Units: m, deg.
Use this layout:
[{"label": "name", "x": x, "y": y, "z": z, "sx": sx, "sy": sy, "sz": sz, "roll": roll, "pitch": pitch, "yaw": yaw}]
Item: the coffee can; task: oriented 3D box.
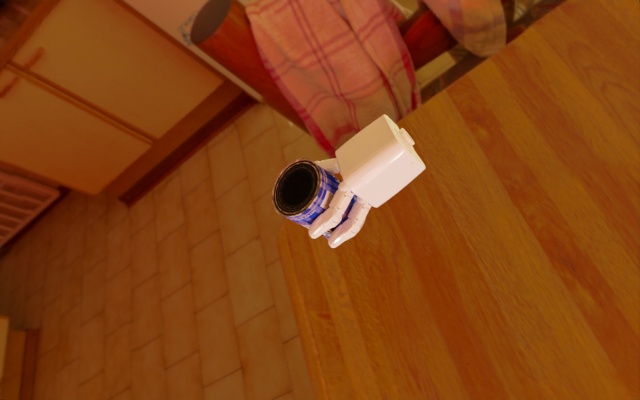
[{"label": "coffee can", "x": 0.000, "y": 0.003, "z": 0.820, "sx": 0.103, "sy": 0.102, "sz": 0.140, "roll": 0, "pitch": -20, "yaw": 39}]
